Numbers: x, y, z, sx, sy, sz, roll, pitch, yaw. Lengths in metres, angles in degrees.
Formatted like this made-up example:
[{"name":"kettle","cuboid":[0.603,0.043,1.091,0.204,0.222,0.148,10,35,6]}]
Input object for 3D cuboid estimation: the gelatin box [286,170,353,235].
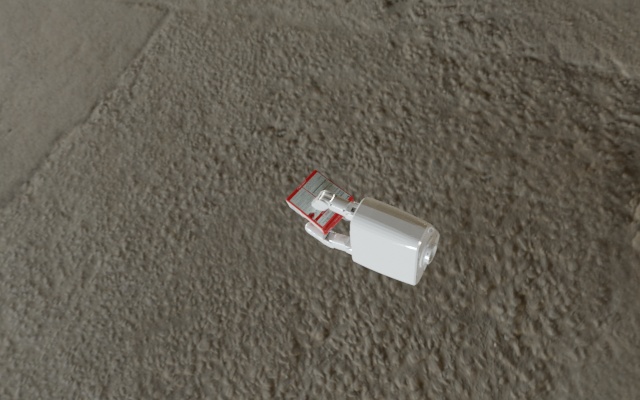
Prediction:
[{"name":"gelatin box","cuboid":[0.000,0.002,0.784,0.089,0.073,0.030,37,-13,26]}]
